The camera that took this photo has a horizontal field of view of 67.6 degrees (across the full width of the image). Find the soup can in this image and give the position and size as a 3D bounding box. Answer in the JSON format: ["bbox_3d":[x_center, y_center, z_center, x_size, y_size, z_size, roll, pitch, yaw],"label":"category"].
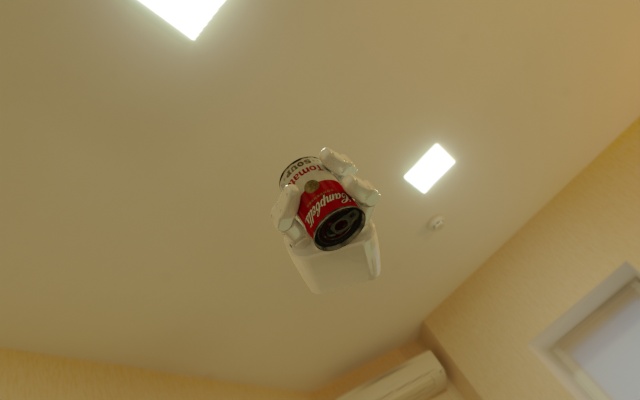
[{"bbox_3d":[0.000,0.001,0.576,0.068,0.068,0.102,0,39,-36],"label":"soup can"}]
